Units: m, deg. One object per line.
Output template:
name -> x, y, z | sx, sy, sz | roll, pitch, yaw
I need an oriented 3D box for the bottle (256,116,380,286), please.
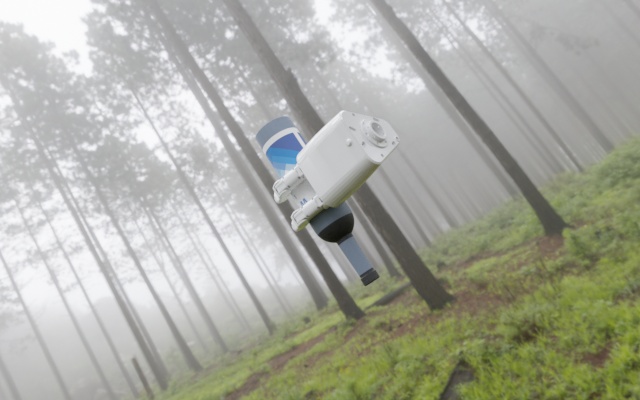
bottle -> 0.000, 0.002, 0.753 | 0.069, 0.295, 0.069 | -31, -13, -8
